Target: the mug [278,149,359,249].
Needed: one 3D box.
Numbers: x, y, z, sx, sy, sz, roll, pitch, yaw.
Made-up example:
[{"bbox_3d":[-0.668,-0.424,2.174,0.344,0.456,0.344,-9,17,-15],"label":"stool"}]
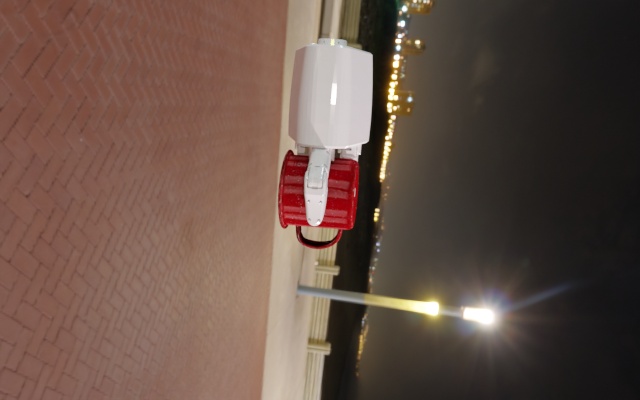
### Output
[{"bbox_3d":[0.000,0.003,0.555,0.081,0.117,0.093,5,15,7],"label":"mug"}]
